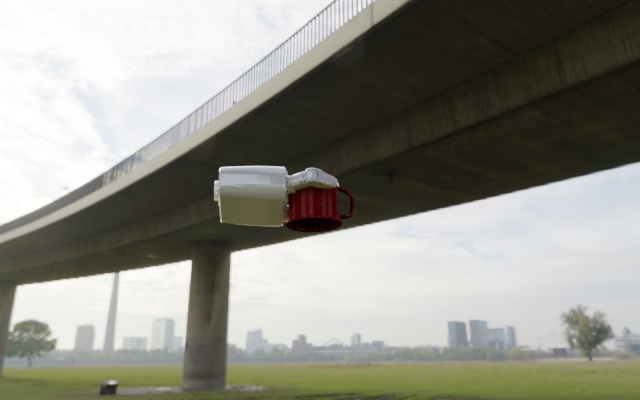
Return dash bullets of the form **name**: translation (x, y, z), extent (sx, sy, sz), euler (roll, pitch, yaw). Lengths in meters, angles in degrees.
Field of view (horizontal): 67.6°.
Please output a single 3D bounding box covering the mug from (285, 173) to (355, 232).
- **mug**: translation (0.002, 0.002, 0.794), extent (0.117, 0.081, 0.093), euler (1, -18, -8)
